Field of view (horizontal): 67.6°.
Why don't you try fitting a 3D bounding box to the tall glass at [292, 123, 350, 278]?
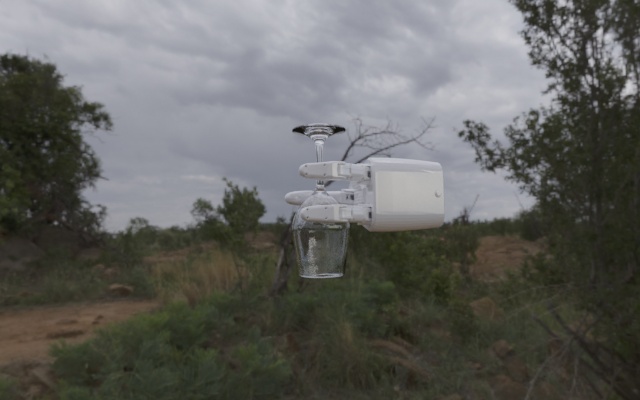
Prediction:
[{"bbox_3d":[0.000,0.001,0.649,0.079,0.201,0.079,-1,-4,0],"label":"tall glass"}]
